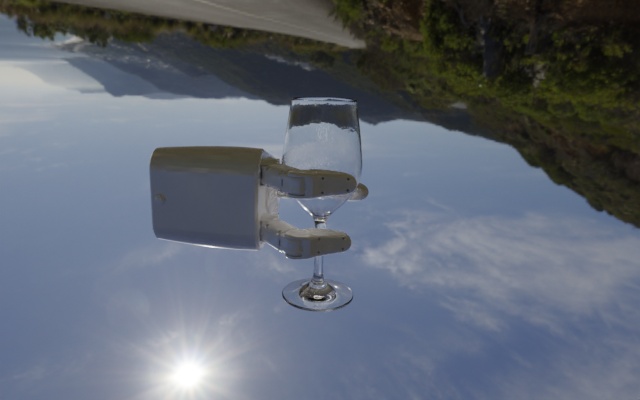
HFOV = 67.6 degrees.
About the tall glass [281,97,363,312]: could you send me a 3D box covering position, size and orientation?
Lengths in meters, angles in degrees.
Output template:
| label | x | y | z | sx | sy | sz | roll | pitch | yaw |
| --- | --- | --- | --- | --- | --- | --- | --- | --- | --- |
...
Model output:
| label | x | y | z | sx | sy | sz | roll | pitch | yaw |
| --- | --- | --- | --- | --- | --- | --- | --- | --- | --- |
| tall glass | 0.000 | 0.002 | 0.470 | 0.079 | 0.201 | 0.079 | 2 | 15 | -1 |
